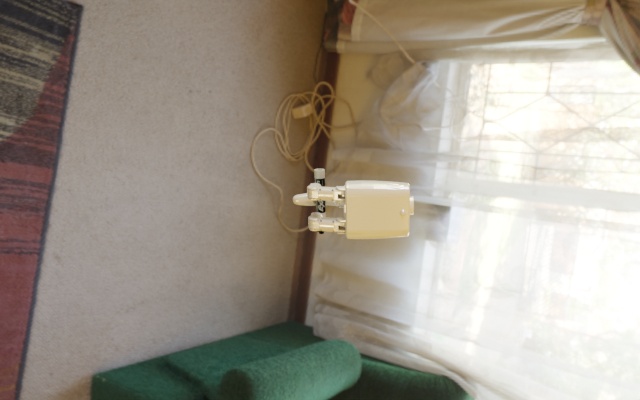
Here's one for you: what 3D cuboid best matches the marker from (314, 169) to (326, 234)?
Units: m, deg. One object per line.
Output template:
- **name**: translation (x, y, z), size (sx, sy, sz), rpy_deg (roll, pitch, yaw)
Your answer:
- **marker**: translation (0.000, 0.003, 0.869), size (0.020, 0.121, 0.020), rpy_deg (-2, 15, 0)
